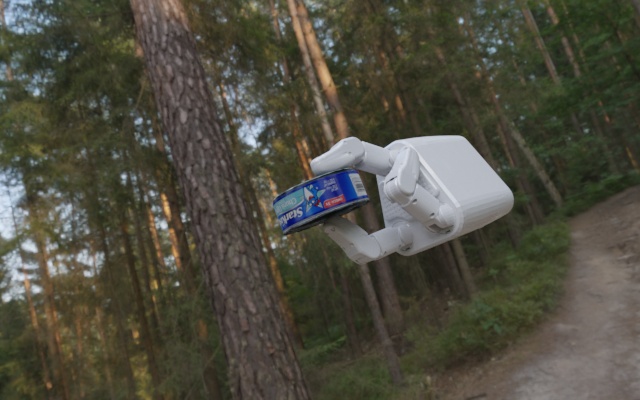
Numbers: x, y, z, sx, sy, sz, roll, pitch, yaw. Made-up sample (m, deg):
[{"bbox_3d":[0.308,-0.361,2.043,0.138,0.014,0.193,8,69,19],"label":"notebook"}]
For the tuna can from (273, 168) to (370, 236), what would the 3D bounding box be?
[{"bbox_3d":[0.000,0.001,0.441,0.086,0.033,0.086,-21,-7,-3],"label":"tuna can"}]
